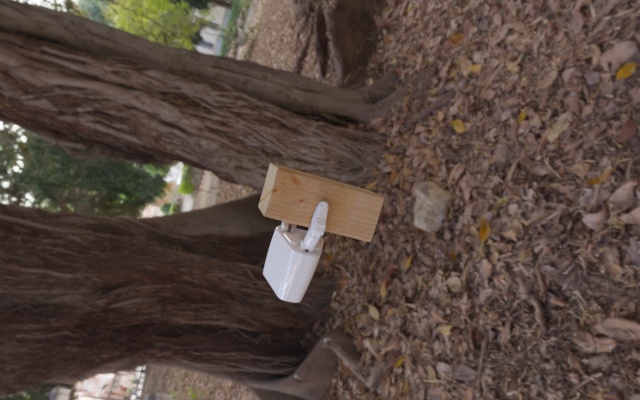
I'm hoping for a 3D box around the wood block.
[{"bbox_3d":[0.000,0.003,0.890,0.206,0.090,0.091,14,7,-17],"label":"wood block"}]
